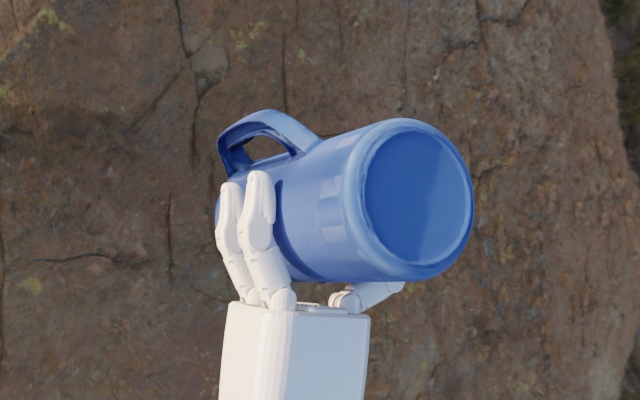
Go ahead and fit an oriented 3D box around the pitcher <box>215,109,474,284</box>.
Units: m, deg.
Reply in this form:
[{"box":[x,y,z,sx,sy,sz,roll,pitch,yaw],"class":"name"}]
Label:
[{"box":[0.000,0.002,0.406,0.149,0.145,0.243,10,-11,-27],"class":"pitcher"}]
